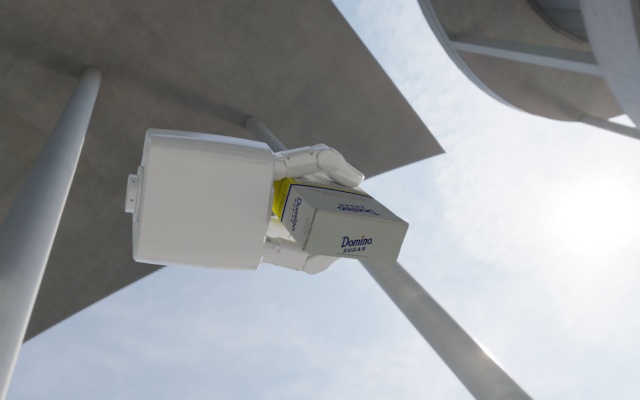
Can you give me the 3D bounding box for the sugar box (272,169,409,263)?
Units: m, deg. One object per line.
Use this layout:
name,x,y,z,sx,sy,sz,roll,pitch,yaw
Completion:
sugar box,0.000,0.002,0.468,0.093,0.048,0.176,9,19,-25
